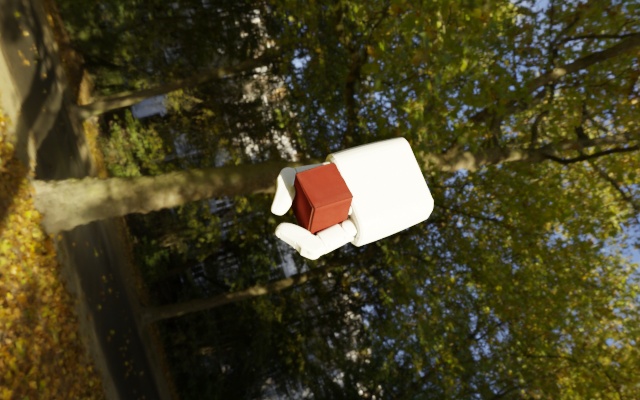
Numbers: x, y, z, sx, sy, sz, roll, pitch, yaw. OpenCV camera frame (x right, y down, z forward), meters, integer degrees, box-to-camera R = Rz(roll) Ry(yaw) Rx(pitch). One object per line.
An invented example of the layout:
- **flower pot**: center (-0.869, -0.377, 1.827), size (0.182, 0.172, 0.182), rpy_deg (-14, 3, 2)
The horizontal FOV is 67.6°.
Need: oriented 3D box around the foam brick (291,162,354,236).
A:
- **foam brick**: center (0.000, 0.002, 0.565), size (0.051, 0.053, 0.078), rpy_deg (-18, -28, -17)
